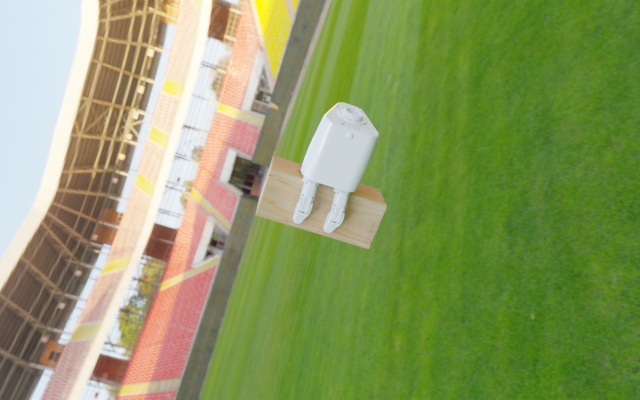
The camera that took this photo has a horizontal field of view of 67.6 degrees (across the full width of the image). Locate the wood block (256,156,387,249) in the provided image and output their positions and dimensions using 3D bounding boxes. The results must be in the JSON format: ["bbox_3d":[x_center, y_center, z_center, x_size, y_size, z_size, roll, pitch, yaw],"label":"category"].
[{"bbox_3d":[0.000,0.002,0.846,0.206,0.090,0.090,18,19,-9],"label":"wood block"}]
